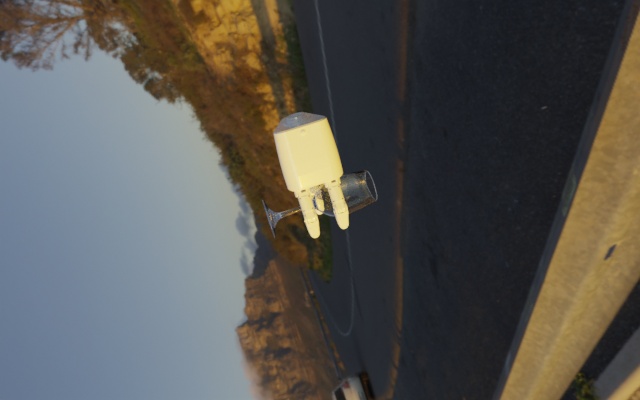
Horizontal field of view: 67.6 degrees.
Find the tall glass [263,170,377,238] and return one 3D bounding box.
[{"bbox_3d":[0.000,0.003,0.878,0.201,0.079,0.079,-18,1,-5],"label":"tall glass"}]
